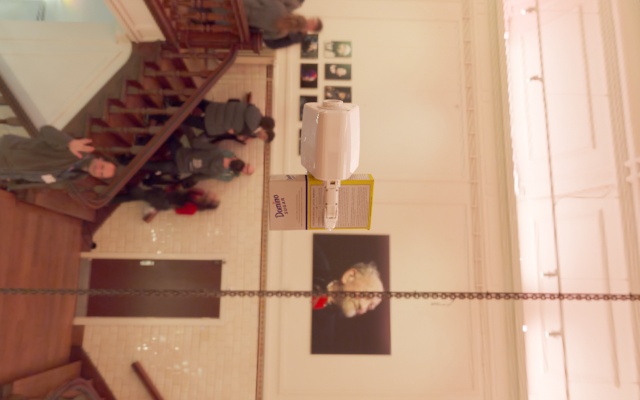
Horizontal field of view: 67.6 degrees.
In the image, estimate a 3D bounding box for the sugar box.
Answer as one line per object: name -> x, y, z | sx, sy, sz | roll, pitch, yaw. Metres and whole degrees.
sugar box -> 0.000, 0.002, 0.818 | 0.176, 0.093, 0.048 | 1, 20, -2
